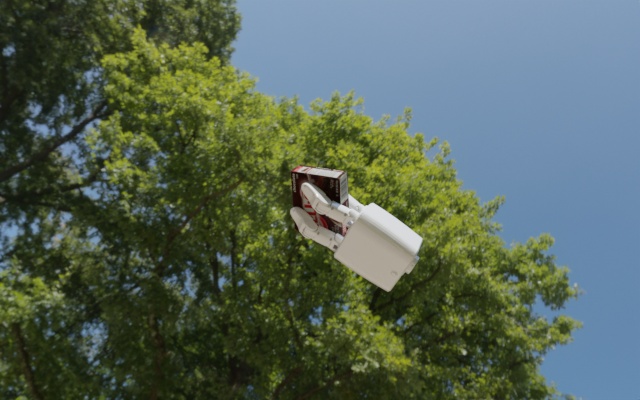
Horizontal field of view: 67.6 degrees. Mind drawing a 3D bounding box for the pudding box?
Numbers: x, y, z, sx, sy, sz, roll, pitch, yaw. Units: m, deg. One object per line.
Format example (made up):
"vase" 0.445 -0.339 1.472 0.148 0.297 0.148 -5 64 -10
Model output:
"pudding box" 0.000 0.003 0.786 0.090 0.113 0.039 10 26 25
